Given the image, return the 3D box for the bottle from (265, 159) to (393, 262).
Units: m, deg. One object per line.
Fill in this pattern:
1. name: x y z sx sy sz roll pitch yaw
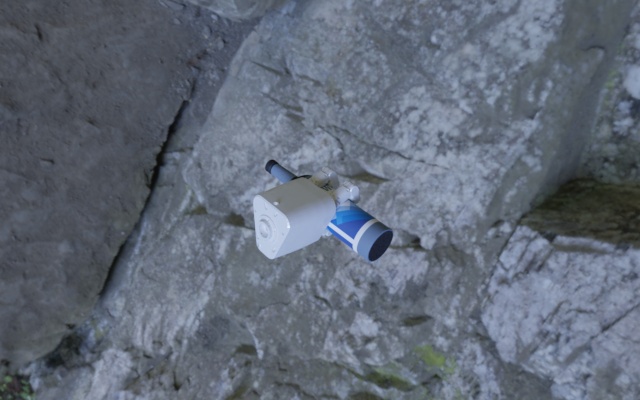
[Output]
1. bottle: 0.000 0.003 0.879 0.295 0.069 0.069 36 21 32
